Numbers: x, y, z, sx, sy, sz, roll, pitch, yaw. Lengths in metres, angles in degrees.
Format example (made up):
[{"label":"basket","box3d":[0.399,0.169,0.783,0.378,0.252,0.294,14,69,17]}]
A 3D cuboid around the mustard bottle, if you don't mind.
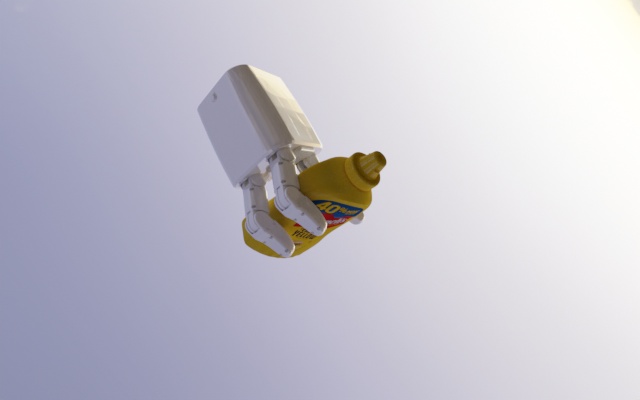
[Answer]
[{"label":"mustard bottle","box3d":[0.000,0.002,0.535,0.096,0.058,0.192,15,-38,-38]}]
